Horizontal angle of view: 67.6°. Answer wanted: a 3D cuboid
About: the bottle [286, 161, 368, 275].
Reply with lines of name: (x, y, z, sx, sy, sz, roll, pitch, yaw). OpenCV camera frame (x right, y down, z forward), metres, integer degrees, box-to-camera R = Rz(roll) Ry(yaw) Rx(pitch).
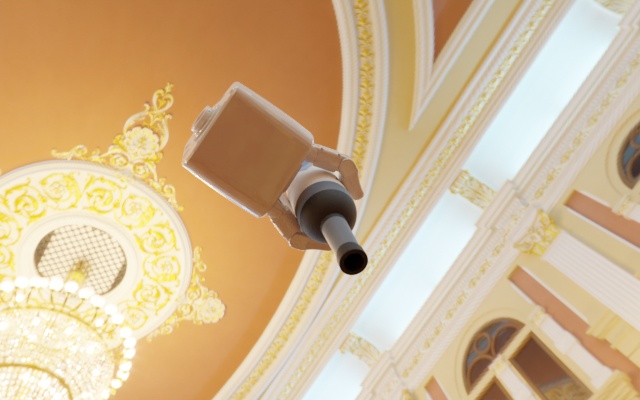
bottle: (0.000, 0.002, 0.565, 0.069, 0.069, 0.295, 0, 22, -13)
